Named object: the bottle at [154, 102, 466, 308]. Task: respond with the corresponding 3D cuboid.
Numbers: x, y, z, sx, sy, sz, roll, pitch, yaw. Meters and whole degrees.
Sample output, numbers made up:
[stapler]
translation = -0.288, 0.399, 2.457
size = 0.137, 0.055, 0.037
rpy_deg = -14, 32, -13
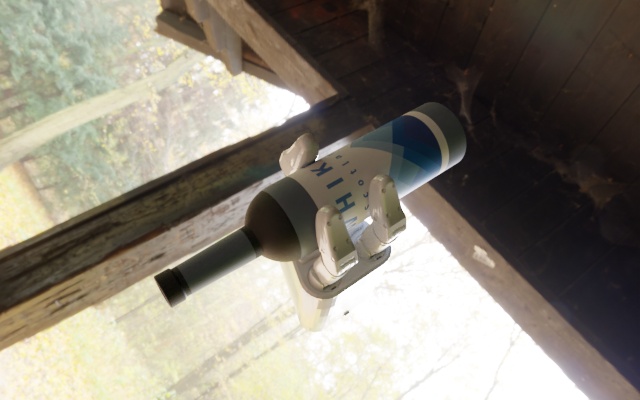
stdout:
[bottle]
translation = 0.000, 0.001, 0.412
size = 0.295, 0.069, 0.069
rpy_deg = -30, 13, -23
